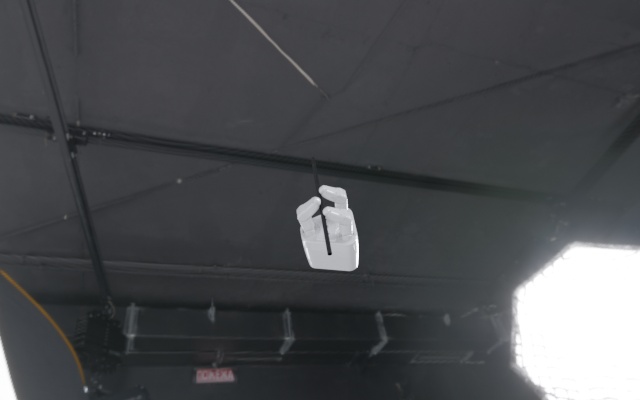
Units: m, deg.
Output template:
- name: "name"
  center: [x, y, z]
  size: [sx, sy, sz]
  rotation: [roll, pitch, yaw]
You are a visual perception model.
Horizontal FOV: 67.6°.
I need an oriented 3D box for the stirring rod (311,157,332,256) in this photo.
- name: "stirring rod"
  center: [0.000, 0.003, 0.899]
  size: [0.011, 0.239, 0.011]
  rotation: [-6, -41, -5]
